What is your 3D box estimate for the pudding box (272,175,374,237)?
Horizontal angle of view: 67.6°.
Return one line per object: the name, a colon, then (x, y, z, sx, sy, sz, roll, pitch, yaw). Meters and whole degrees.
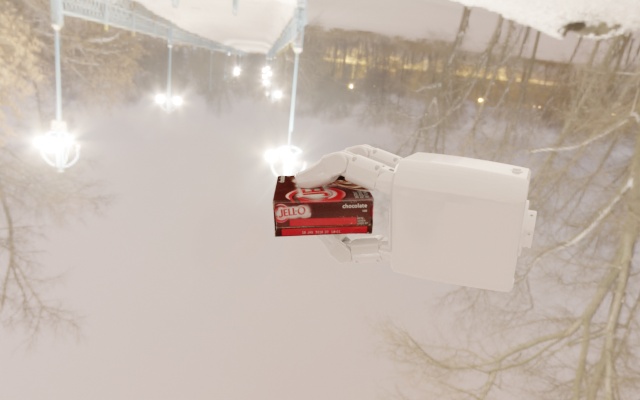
pudding box: (0.000, 0.002, 0.472, 0.090, 0.039, 0.113, -1, 13, -3)
